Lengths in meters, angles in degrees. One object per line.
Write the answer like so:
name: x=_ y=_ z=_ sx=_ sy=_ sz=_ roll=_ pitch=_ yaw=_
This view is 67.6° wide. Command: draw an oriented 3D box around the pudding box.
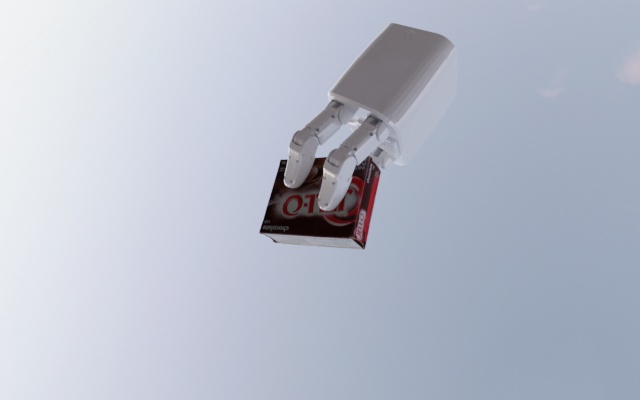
pudding box: x=0.000 y=0.002 z=0.500 sx=0.113 sy=0.090 sz=0.039 roll=-1 pitch=-27 yaw=32
